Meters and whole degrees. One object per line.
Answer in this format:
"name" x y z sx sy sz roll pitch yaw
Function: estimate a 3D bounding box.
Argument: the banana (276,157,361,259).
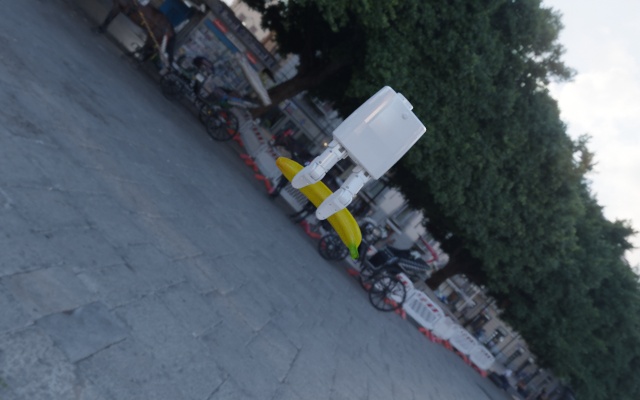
"banana" 0.006 0.004 0.763 0.037 0.198 0.069 -42 -4 11
